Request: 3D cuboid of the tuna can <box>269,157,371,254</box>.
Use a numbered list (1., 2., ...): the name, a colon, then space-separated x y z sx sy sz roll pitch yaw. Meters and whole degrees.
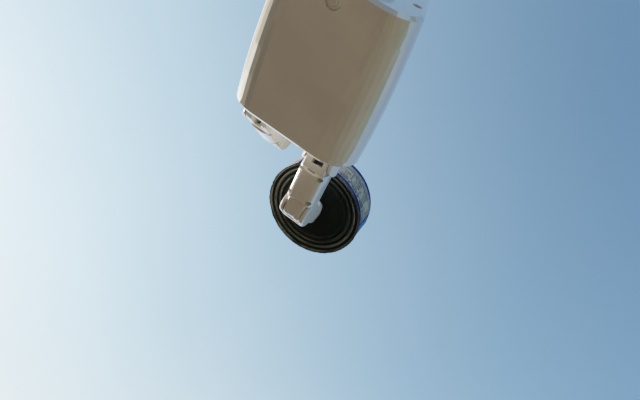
1. tuna can: 0.000 0.001 0.421 0.086 0.086 0.033 0 25 28
